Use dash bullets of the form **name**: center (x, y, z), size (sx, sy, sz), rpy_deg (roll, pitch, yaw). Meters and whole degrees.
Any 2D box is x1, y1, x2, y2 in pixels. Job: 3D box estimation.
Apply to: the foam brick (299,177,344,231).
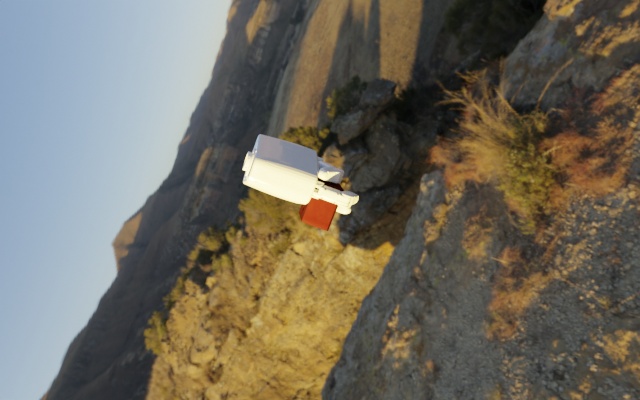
- **foam brick**: center (0.000, 0.003, 0.825), size (0.051, 0.078, 0.053), rpy_deg (18, 14, -14)
